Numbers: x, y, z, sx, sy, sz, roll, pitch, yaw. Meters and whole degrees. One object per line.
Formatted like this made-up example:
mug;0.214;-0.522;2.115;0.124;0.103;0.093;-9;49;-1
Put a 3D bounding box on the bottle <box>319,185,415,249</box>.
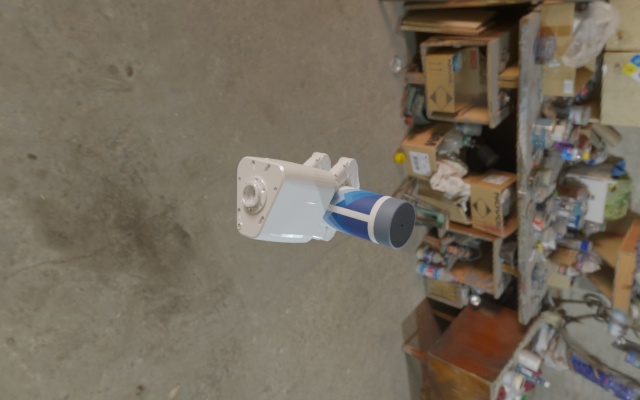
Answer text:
bottle;0.000;0.002;0.731;0.295;0.069;0.069;16;10;39
